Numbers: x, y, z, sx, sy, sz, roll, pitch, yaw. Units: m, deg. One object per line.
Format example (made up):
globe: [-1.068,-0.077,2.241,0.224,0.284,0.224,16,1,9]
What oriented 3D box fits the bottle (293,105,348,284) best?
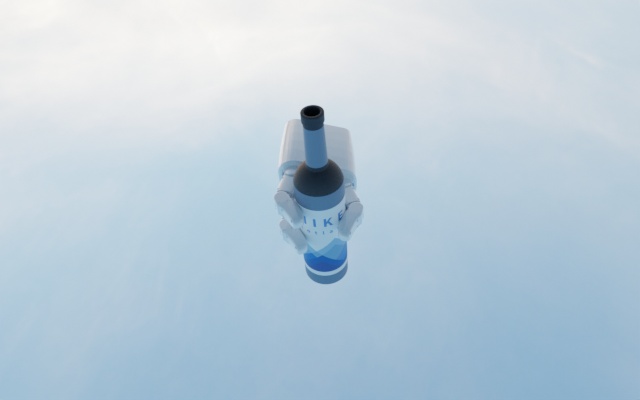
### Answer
bottle: [0.000,0.002,0.639,0.069,0.069,0.296,0,-44,5]
